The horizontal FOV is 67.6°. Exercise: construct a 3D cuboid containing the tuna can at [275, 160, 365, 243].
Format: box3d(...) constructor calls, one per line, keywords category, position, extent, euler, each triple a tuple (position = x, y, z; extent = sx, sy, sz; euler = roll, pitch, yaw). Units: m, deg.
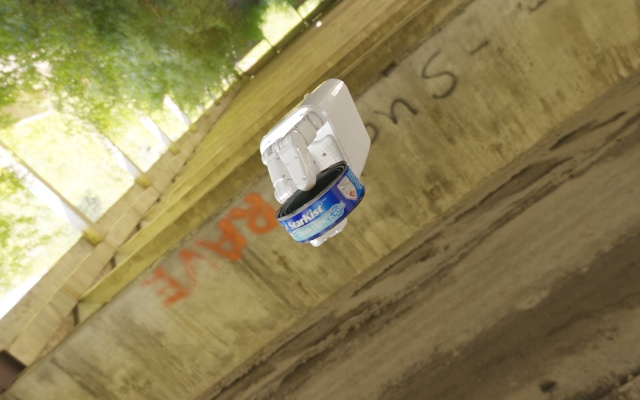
box3d(category="tuna can", position=(0.000, 0.002, 0.456), extent=(0.086, 0.034, 0.086), euler=(-36, 13, 10))
